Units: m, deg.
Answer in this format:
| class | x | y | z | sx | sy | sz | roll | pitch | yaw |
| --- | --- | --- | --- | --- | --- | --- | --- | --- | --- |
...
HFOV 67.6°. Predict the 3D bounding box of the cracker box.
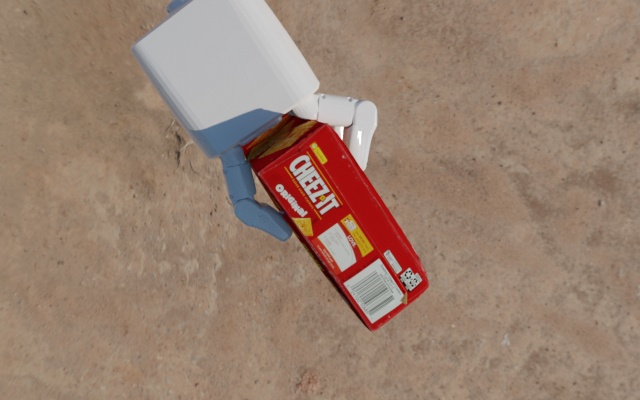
| class | x | y | z | sx | sy | sz | roll | pitch | yaw |
| --- | --- | --- | --- | --- | --- | --- | --- | --- | --- |
| cracker box | 0.000 | 0.002 | 0.457 | 0.072 | 0.164 | 0.213 | -36 | 18 | -3 |
